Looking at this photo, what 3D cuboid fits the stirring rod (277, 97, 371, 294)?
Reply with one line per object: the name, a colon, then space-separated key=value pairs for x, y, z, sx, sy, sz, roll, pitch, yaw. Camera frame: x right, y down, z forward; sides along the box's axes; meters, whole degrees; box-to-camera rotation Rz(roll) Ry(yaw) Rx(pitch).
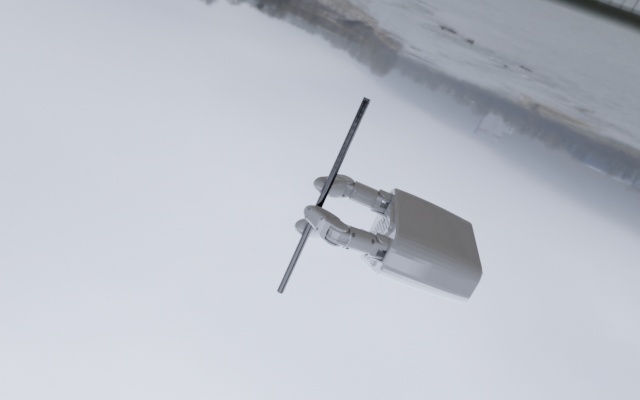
stirring rod: x=0.000 y=0.002 z=0.518 sx=0.011 sy=0.239 sz=0.011 roll=22 pitch=18 yaw=-8
